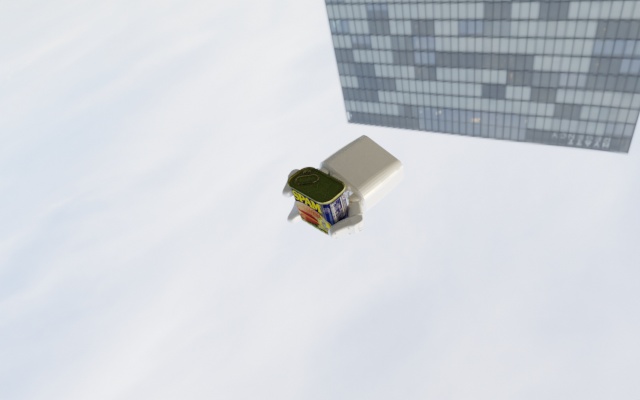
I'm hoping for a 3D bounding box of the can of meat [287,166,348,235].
[{"bbox_3d":[0.000,0.003,0.798,0.057,0.084,0.102,-39,47,-24],"label":"can of meat"}]
